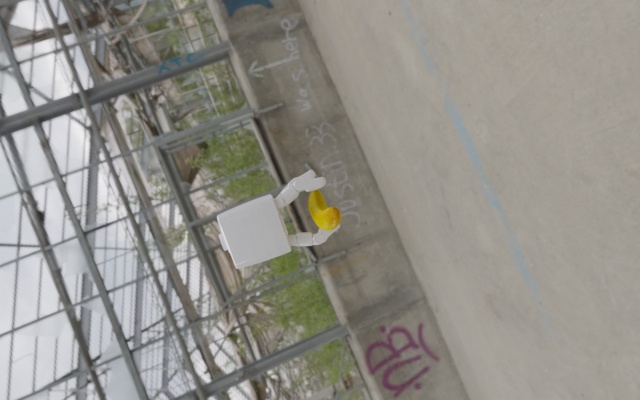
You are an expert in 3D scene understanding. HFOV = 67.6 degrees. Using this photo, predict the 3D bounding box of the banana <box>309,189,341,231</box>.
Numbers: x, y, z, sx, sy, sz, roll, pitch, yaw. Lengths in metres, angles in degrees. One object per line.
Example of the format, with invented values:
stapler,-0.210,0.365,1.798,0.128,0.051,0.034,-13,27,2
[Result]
banana,0.004,0.019,0.868,0.037,0.070,0.197,-18,21,-8
